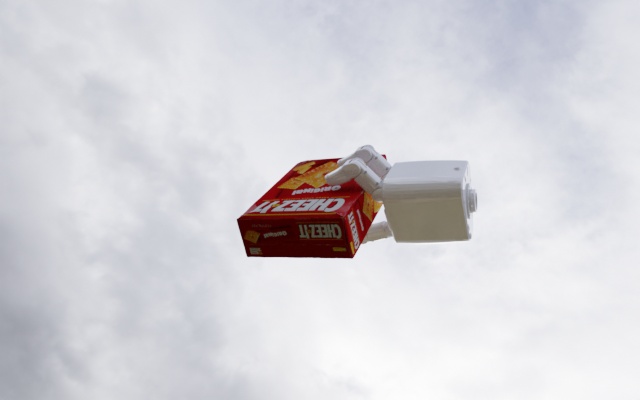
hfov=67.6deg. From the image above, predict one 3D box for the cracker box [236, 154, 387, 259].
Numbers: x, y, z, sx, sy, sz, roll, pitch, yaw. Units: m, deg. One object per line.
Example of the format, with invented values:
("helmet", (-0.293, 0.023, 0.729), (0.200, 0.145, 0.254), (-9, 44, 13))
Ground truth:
("cracker box", (0.000, 0.002, 0.715), (0.164, 0.072, 0.213), (-3, 24, 25))
